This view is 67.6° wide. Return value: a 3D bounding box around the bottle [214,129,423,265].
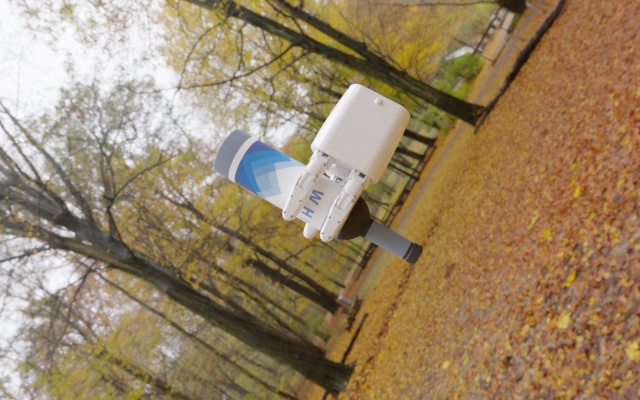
[{"bbox_3d":[0.000,0.002,0.639,0.295,0.069,0.069,29,3,6],"label":"bottle"}]
